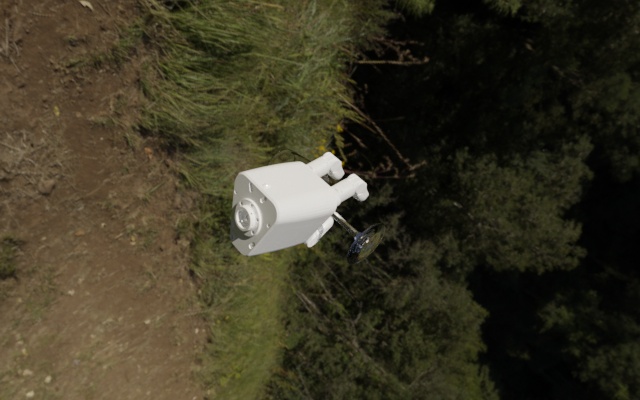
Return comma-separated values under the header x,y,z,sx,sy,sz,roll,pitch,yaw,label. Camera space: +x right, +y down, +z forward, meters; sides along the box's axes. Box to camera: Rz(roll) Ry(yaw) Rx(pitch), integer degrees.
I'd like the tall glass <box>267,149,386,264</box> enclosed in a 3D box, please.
x,y,z,sx,sy,sz,roll,pitch,yaw,label
0.001,0.003,0.715,0.201,0.079,0.079,43,24,29,tall glass
